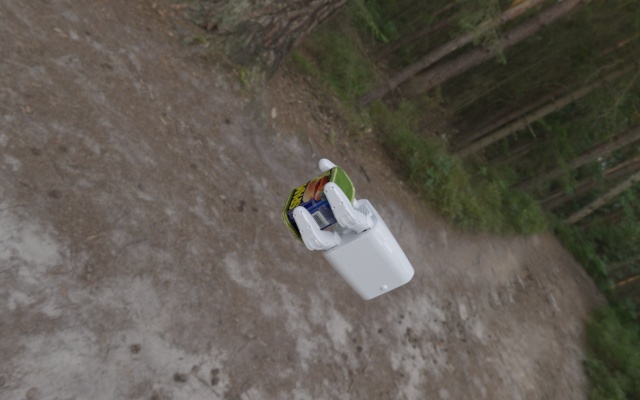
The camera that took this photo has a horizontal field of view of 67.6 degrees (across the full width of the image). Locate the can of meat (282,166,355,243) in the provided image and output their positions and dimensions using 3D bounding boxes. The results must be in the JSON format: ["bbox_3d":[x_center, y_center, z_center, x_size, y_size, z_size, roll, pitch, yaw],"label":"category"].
[{"bbox_3d":[0.000,0.002,0.690,0.084,0.057,0.102,-29,20,22],"label":"can of meat"}]
